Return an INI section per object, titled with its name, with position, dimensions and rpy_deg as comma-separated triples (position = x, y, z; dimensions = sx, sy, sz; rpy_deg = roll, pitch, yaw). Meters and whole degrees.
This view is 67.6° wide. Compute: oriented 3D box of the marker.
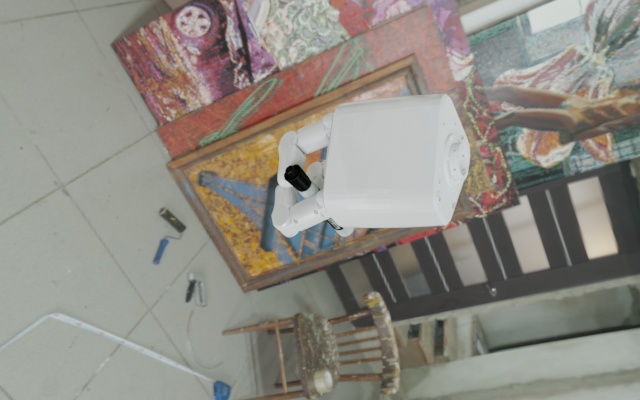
[marker]
position = 0.000, 0.002, 0.480
dimensions = 0.020, 0.020, 0.121
rpy_deg = 0, -30, 33
